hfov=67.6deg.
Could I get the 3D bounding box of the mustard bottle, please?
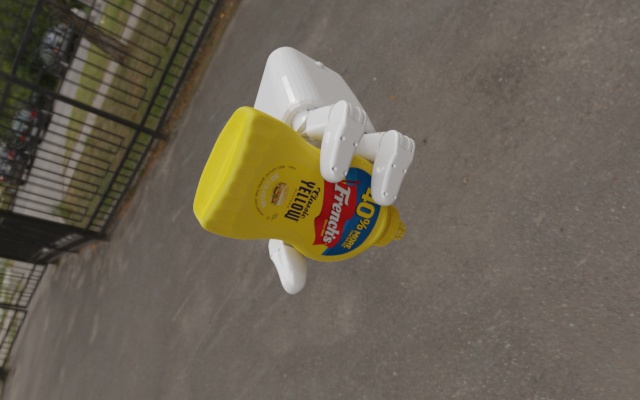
[{"bbox_3d":[0.000,0.001,0.400,0.192,0.096,0.058,20,9,-34],"label":"mustard bottle"}]
